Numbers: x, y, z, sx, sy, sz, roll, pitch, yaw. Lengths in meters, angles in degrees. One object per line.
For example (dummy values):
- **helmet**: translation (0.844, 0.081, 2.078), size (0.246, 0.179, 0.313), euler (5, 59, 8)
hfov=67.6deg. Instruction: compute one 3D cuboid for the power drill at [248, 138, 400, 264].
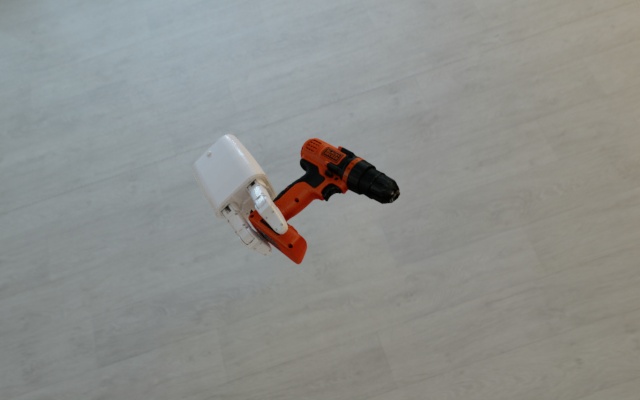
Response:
- **power drill**: translation (0.000, 0.003, 0.716), size (0.184, 0.187, 0.057), euler (31, -21, 34)
